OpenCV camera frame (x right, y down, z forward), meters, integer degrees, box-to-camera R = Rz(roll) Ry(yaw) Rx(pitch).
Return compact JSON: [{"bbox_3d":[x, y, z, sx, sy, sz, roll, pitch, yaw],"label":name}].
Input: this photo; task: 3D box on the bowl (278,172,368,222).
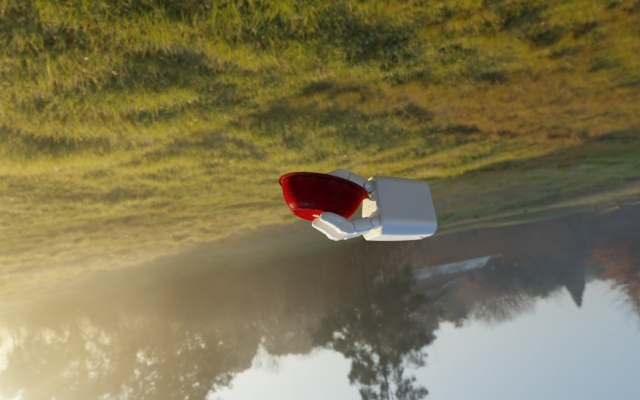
[{"bbox_3d":[-0.001,0.003,0.845,0.162,0.055,0.162,10,-16,3],"label":"bowl"}]
